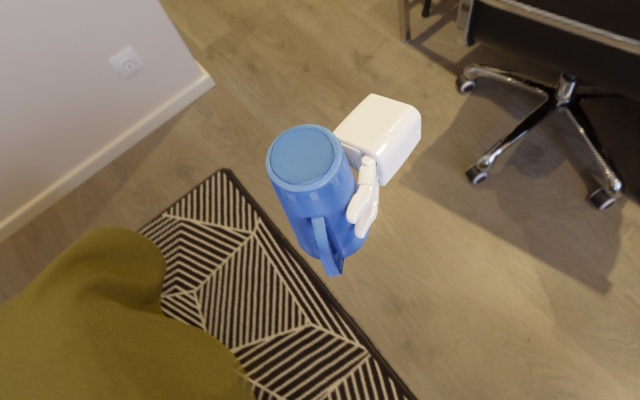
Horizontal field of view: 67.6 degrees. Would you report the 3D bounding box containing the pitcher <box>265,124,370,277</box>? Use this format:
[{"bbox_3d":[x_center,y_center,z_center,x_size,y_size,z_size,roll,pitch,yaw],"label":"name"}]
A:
[{"bbox_3d":[0.000,0.002,0.734,0.149,0.145,0.243,36,-14,25],"label":"pitcher"}]
